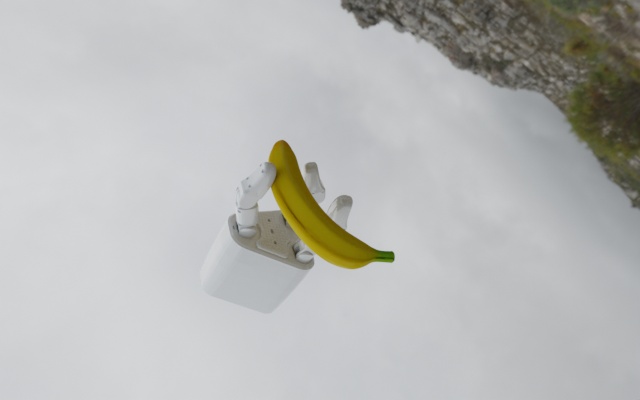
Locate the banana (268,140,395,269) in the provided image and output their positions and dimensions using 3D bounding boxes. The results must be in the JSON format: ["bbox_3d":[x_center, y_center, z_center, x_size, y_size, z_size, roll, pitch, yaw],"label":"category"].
[{"bbox_3d":[-0.010,0.007,0.512,0.069,0.037,0.197,-15,56,-47],"label":"banana"}]
